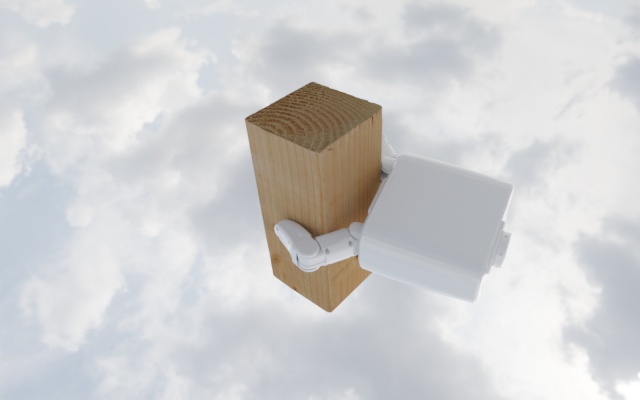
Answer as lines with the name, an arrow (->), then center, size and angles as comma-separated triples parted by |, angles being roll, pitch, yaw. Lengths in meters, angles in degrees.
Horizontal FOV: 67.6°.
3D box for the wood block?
wood block -> 0.000, 0.002, 0.481 | 0.090, 0.206, 0.090 | 28, 49, 32
